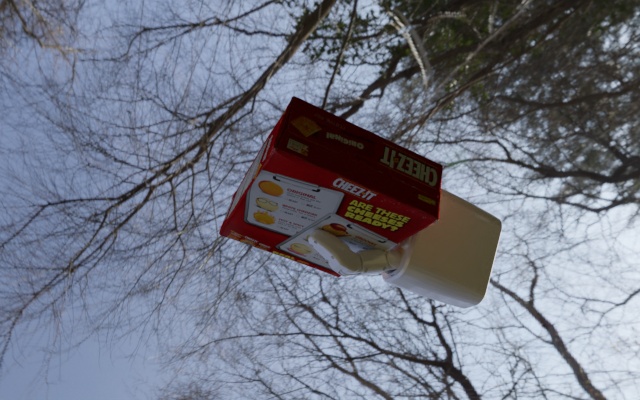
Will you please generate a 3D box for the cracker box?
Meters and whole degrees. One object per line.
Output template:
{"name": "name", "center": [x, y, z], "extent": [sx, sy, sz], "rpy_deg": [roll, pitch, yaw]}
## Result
{"name": "cracker box", "center": [0.000, 0.002, 0.511], "extent": [0.164, 0.072, 0.214], "rpy_deg": [22, -31, -15]}
